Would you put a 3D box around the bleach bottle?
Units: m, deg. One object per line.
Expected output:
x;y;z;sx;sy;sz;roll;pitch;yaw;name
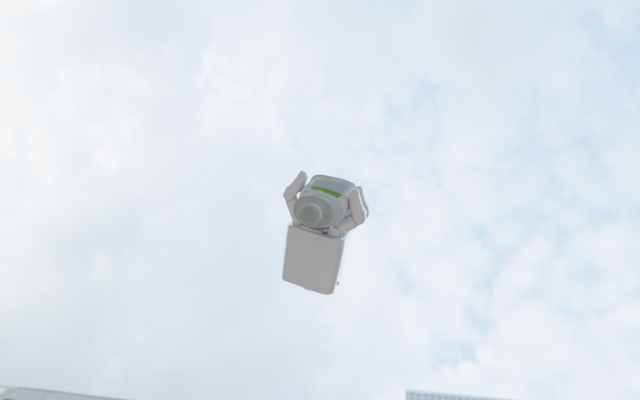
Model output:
0.000;0.003;0.825;0.102;0.068;0.251;11;10;10;bleach bottle
